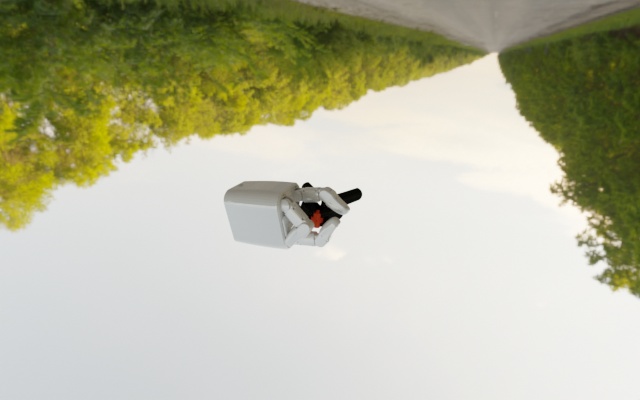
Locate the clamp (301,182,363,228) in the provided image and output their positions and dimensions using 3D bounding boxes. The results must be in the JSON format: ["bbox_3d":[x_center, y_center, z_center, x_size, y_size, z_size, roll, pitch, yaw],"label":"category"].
[{"bbox_3d":[0.000,0.004,0.882,0.120,0.039,0.171,5,18,19],"label":"clamp"}]
